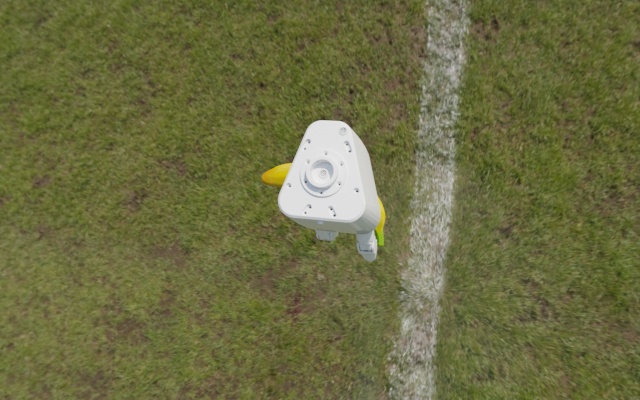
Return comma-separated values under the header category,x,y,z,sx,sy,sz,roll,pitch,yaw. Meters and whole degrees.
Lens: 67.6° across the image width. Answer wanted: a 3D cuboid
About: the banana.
category,x,y,z,sx,sy,sz,roll,pitch,yaw
banana,0.012,-0.013,0.657,0.198,0.069,0.037,29,1,14
